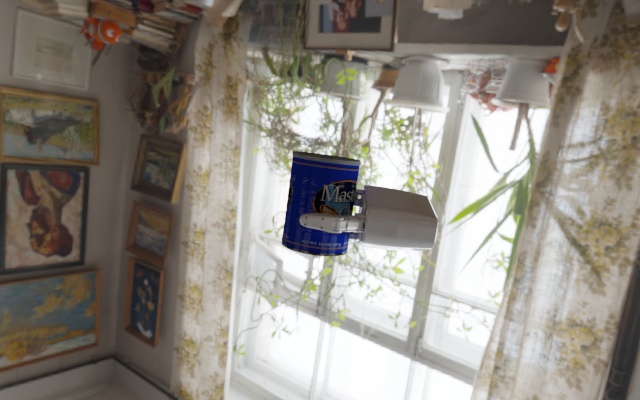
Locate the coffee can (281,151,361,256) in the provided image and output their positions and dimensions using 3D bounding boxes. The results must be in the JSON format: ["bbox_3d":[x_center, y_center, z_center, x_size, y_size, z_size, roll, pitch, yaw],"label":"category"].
[{"bbox_3d":[0.000,0.002,0.717,0.103,0.140,0.103,8,8,-1],"label":"coffee can"}]
